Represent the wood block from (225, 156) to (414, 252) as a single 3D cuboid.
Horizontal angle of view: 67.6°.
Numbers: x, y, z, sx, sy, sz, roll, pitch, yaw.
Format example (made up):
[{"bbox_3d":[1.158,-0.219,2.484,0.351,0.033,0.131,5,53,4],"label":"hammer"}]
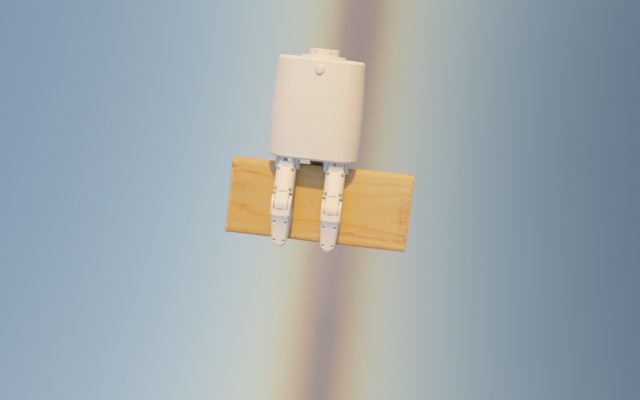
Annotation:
[{"bbox_3d":[0.000,0.001,0.583,0.206,0.090,0.091,7,5,2],"label":"wood block"}]
